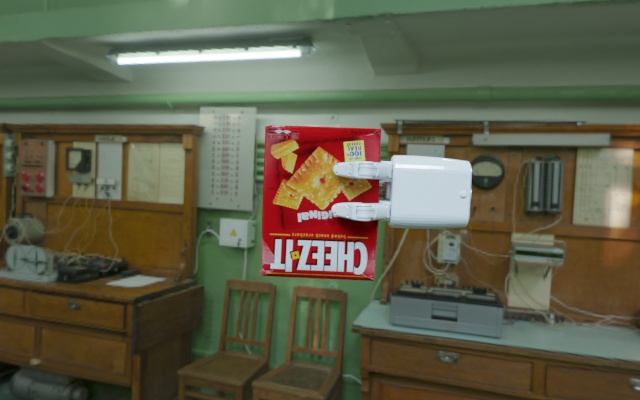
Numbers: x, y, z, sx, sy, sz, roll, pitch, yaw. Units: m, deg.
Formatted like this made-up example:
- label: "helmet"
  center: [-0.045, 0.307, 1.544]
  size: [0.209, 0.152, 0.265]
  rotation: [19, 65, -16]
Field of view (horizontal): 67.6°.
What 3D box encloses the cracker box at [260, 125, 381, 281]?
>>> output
- label: "cracker box"
  center: [0.000, 0.002, 0.686]
  size: [0.164, 0.213, 0.072]
  rotation: [2, 3, 2]
